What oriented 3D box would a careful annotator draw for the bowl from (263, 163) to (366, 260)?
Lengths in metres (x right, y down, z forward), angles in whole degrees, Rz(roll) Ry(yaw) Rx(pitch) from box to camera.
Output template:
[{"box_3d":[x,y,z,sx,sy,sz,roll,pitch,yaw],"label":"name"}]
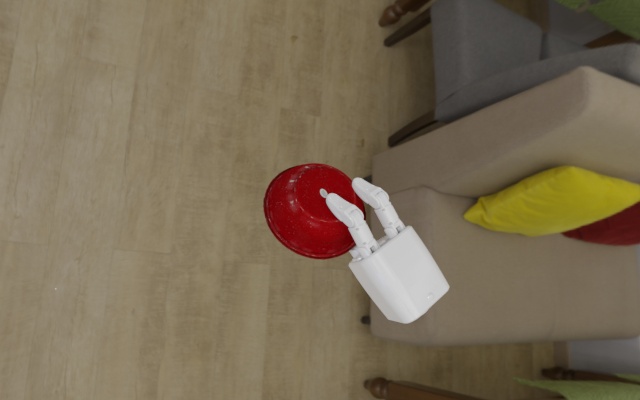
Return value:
[{"box_3d":[-0.001,0.001,0.703,0.162,0.162,0.055,0,-28,-18],"label":"bowl"}]
